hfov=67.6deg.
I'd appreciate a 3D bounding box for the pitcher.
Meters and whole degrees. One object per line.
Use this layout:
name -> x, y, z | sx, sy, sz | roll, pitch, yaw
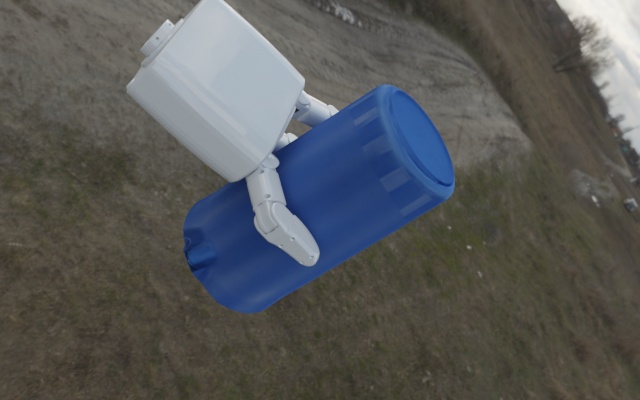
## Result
pitcher -> 0.000, 0.001, 0.454 | 0.243, 0.149, 0.145 | -31, -58, 31
